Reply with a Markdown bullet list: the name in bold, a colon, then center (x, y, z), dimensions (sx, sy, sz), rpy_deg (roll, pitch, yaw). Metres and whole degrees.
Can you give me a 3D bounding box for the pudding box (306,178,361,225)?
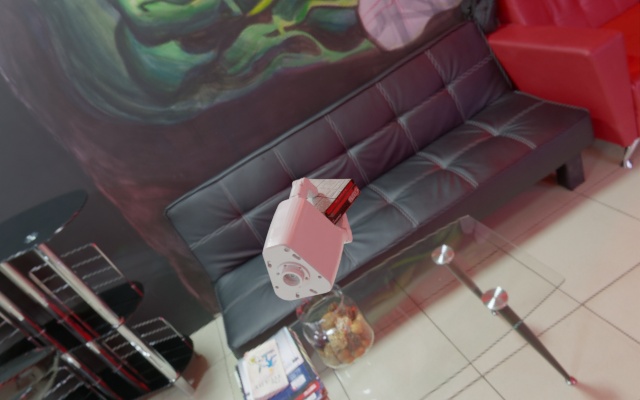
- **pudding box**: center (0.000, 0.003, 0.821), dimensions (0.113, 0.039, 0.090), rpy_deg (4, 43, 45)
